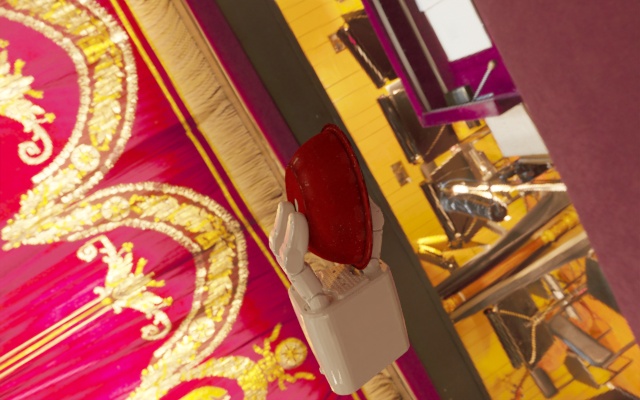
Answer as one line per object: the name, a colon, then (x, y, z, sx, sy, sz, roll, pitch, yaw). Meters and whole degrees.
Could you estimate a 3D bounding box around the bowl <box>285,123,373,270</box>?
bowl: (-0.001, 0.000, 0.511, 0.055, 0.162, 0.162, -12, 3, -14)
